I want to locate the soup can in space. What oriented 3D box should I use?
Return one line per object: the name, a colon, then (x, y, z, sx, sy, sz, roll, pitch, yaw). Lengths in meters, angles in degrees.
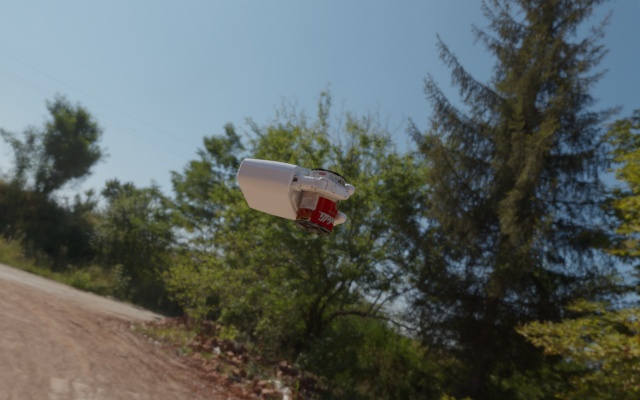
soup can: (0.001, 0.003, 0.843, 0.068, 0.102, 0.068, 16, -15, 4)
